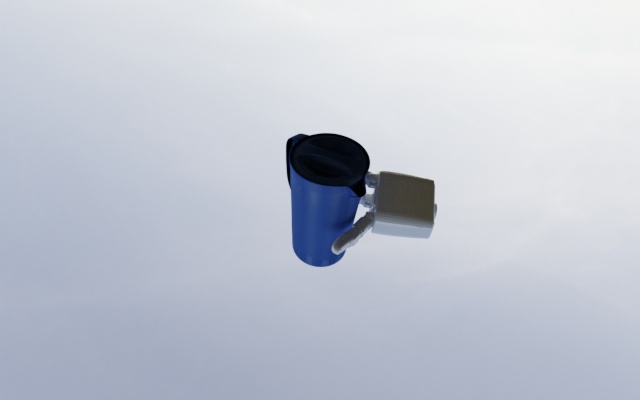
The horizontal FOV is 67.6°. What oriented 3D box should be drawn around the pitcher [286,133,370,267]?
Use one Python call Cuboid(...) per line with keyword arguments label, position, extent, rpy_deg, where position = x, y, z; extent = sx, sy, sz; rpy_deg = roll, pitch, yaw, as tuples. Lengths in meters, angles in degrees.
Cuboid(label="pitcher", position=(0.000, 0.003, 0.864), extent=(0.145, 0.149, 0.243), rpy_deg=(6, -44, -1))
